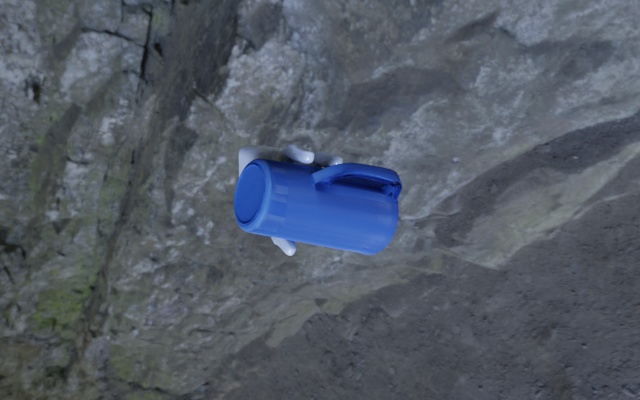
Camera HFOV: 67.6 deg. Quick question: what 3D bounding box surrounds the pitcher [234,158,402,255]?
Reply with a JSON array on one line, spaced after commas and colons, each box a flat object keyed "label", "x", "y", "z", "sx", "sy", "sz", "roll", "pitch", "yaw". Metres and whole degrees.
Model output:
[{"label": "pitcher", "x": 0.000, "y": 0.002, "z": 0.740, "sx": 0.243, "sy": 0.149, "sz": 0.145, "roll": 10, "pitch": 6, "yaw": -35}]
